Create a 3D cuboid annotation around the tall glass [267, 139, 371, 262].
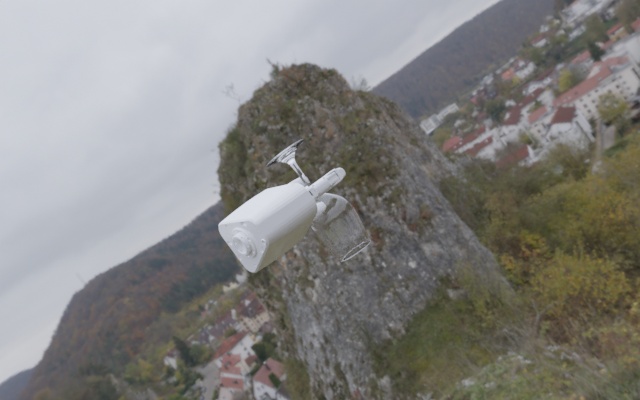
[{"bbox_3d":[0.000,0.002,0.783,0.079,0.201,0.079,-36,1,1],"label":"tall glass"}]
